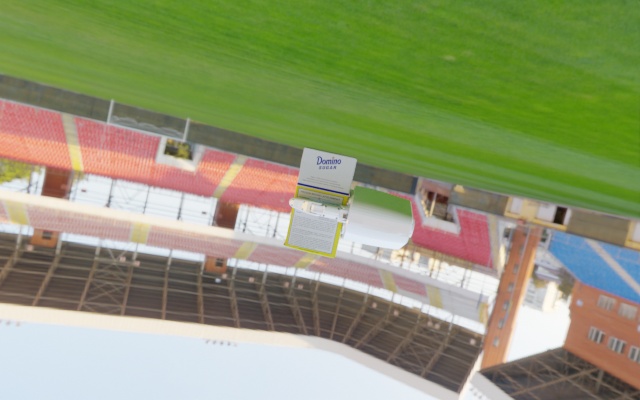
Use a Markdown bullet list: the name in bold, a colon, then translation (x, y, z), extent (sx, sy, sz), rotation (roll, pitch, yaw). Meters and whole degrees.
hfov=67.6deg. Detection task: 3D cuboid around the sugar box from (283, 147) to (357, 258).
- **sugar box**: translation (0.000, 0.003, 0.827), extent (0.093, 0.176, 0.048), rotation (13, 4, 3)
